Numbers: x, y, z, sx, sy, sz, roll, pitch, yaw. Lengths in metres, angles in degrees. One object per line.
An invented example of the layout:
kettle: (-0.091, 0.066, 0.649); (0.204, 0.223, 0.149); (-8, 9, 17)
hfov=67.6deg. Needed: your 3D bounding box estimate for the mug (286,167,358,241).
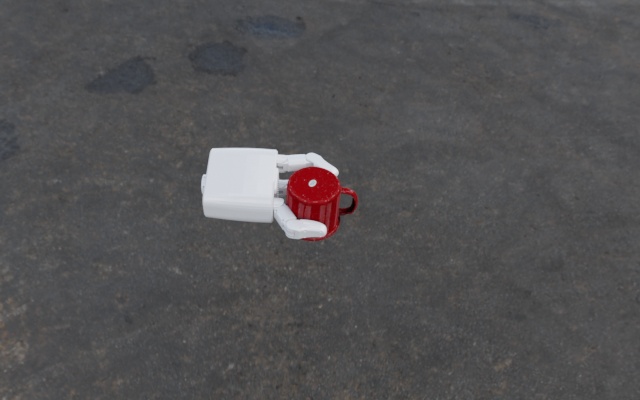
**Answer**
mug: (0.002, 0.002, 0.741); (0.117, 0.093, 0.082); (1, -43, -4)
